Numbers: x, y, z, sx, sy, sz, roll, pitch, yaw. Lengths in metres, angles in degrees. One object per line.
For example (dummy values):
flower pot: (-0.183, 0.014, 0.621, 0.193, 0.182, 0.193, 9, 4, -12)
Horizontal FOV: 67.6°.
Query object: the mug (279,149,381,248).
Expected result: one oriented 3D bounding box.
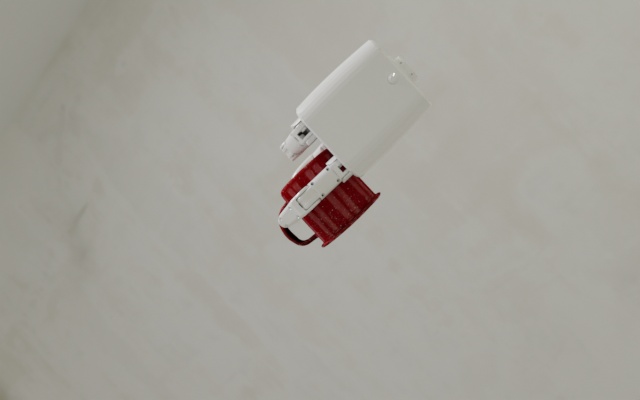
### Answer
mug: (-0.001, 0.003, 0.558, 0.117, 0.081, 0.093, -43, 0, 13)
